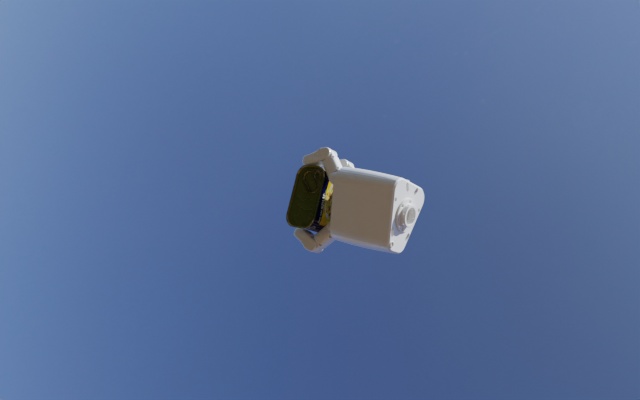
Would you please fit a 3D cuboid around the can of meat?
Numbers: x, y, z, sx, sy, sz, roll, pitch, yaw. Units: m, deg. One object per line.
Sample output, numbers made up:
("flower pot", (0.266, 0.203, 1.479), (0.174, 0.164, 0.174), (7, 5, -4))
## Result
("can of meat", (0.000, 0.003, 0.775), (0.057, 0.102, 0.084), (8, -8, 40))
